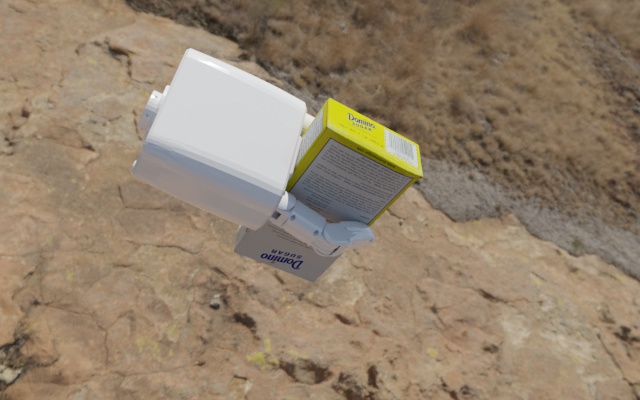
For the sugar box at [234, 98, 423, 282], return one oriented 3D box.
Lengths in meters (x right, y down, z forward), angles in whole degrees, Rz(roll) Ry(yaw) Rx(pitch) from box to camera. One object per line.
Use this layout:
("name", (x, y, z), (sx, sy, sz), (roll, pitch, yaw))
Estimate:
("sugar box", (0.000, 0.001, 0.430), (0.093, 0.048, 0.176), (25, -46, -20))
